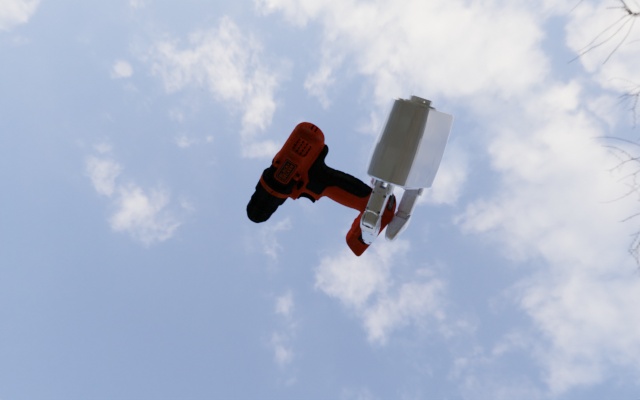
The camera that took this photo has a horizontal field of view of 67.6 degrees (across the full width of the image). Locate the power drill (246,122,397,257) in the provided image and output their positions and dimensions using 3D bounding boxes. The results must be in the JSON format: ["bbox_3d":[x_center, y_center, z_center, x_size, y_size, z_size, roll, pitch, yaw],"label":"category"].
[{"bbox_3d":[0.001,0.002,0.695,0.187,0.184,0.057,32,33,-8],"label":"power drill"}]
